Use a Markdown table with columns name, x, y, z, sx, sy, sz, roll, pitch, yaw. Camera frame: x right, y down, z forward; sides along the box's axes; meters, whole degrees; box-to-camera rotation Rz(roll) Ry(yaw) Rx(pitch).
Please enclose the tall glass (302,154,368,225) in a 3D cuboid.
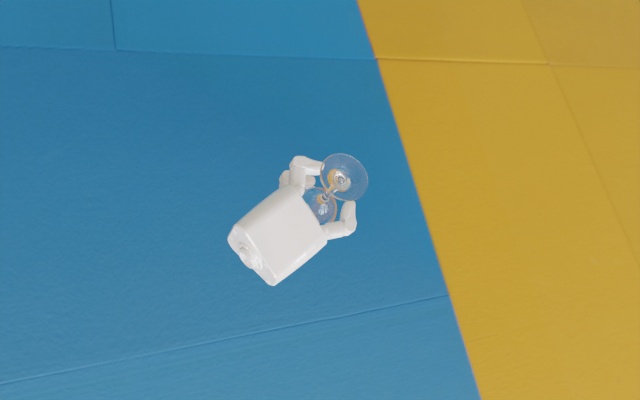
| name | x | y | z | sx | sy | sz | roll | pitch | yaw |
| --- | --- | --- | --- | --- | --- | --- | --- | --- | --- |
| tall glass | 0.000 | 0.002 | 0.768 | 0.079 | 0.079 | 0.201 | 0 | -21 | -21 |
